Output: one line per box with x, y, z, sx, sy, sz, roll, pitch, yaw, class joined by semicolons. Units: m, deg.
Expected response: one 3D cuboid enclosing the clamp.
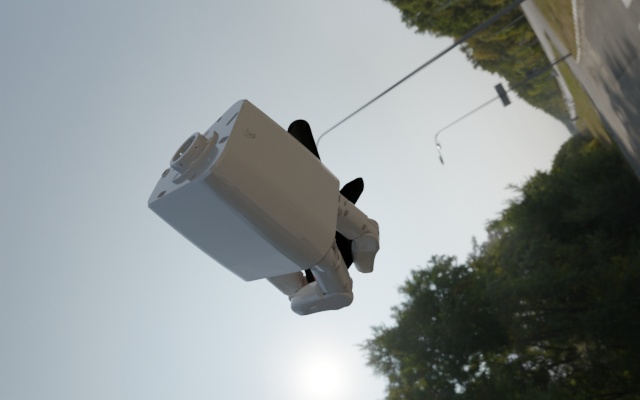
0.000;0.002;0.462;0.039;0.171;0.120;-31;-59;30;clamp
